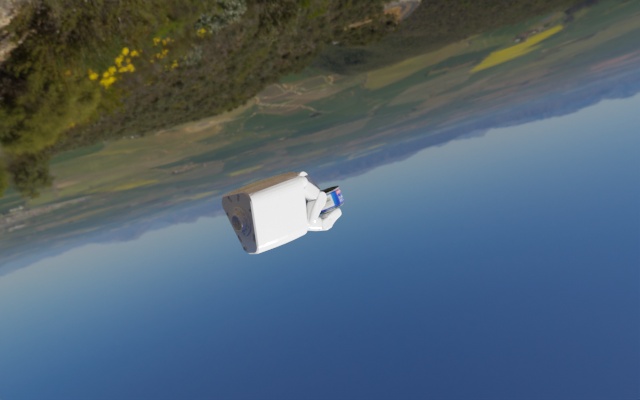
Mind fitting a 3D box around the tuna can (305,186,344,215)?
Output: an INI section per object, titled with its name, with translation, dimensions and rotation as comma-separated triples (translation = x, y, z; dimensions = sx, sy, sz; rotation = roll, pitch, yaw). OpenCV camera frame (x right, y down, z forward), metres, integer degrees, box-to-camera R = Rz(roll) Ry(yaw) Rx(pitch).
[tuna can]
translation = 0.000, 0.003, 0.899
dimensions = 0.086, 0.034, 0.086
rotation = -21, 6, 2
